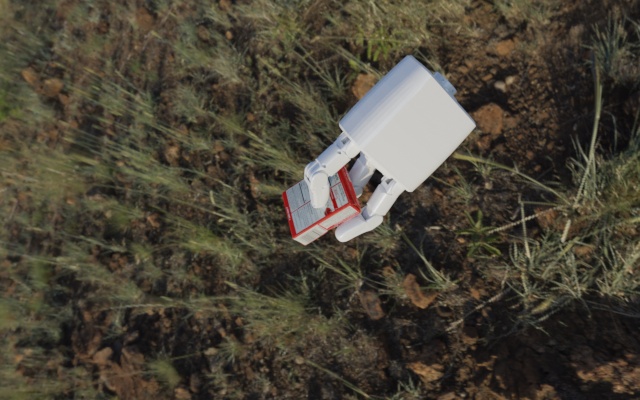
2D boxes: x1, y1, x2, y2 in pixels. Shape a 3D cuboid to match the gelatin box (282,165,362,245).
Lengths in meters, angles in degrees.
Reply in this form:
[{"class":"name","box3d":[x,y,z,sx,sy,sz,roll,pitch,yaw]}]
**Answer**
[{"class":"gelatin box","box3d":[0.000,0.002,0.587,0.089,0.073,0.030,-32,-38,19]}]
